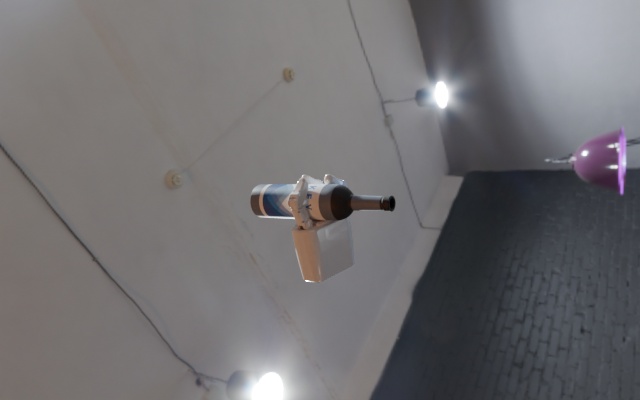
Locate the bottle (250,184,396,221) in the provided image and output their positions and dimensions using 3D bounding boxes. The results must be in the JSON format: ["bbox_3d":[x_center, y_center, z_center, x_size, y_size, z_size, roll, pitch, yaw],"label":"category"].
[{"bbox_3d":[0.000,0.003,0.887,0.295,0.069,0.069,1,1,35],"label":"bottle"}]
